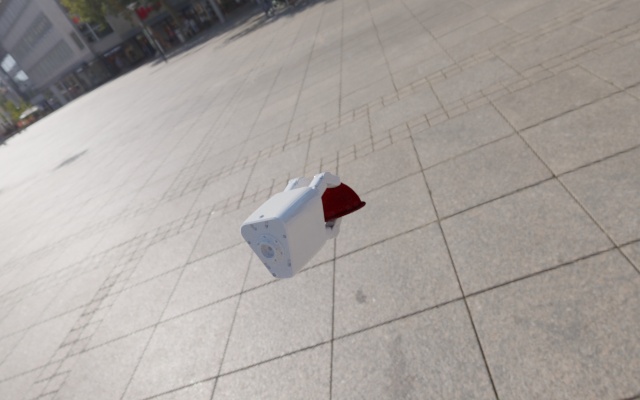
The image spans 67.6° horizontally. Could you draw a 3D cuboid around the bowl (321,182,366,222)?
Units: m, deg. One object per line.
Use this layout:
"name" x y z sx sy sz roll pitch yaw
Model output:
"bowl" 0.000 0.002 0.886 0.162 0.055 0.162 -16 6 2
